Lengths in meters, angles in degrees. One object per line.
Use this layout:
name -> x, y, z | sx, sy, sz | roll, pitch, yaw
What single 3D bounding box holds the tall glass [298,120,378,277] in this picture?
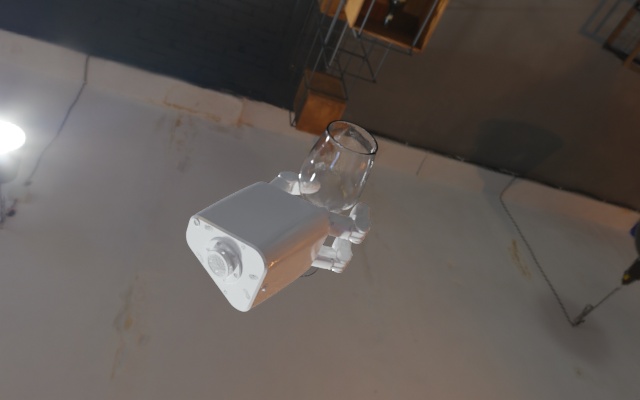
tall glass -> 0.000, 0.002, 0.583 | 0.079, 0.201, 0.079 | 17, 37, -13
